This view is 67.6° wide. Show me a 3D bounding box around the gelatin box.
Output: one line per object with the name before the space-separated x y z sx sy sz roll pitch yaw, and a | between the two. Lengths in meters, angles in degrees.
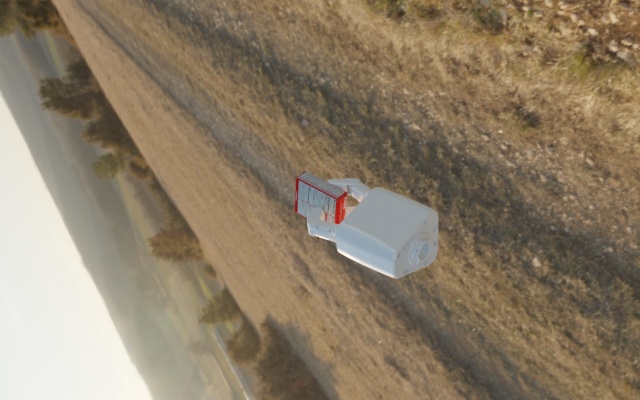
gelatin box | 0.000 0.003 0.785 0.089 0.073 0.030 27 44 26
